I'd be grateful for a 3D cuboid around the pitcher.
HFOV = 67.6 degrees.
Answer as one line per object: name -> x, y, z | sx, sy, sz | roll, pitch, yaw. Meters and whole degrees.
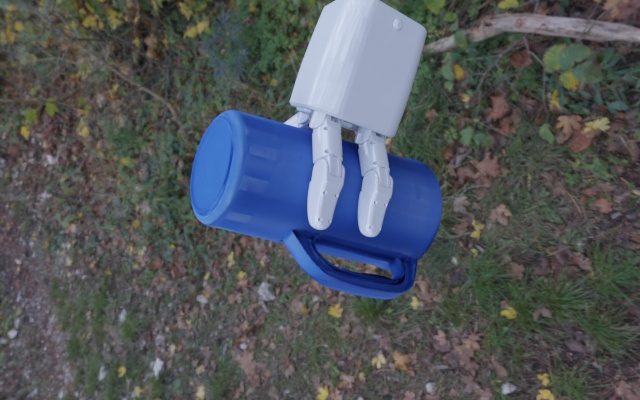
pitcher -> 0.000, 0.001, 0.488 | 0.243, 0.145, 0.149 | 14, 9, -34
